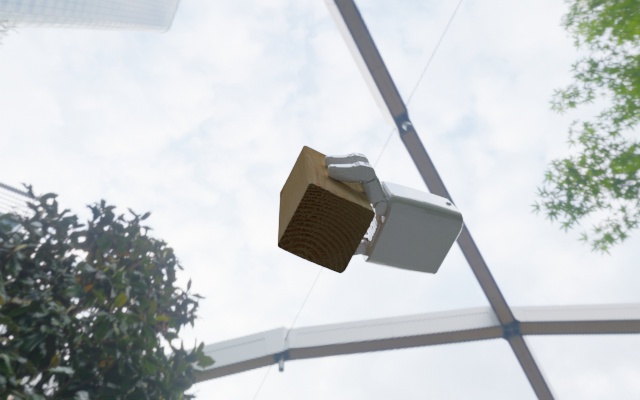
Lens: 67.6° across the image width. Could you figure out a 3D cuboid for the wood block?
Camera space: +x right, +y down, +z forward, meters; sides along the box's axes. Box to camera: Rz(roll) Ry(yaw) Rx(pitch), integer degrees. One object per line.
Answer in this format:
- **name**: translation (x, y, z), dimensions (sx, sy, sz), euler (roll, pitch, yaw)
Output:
- **wood block**: translation (0.000, 0.003, 0.652), dimensions (0.090, 0.091, 0.206), euler (24, 15, -11)
